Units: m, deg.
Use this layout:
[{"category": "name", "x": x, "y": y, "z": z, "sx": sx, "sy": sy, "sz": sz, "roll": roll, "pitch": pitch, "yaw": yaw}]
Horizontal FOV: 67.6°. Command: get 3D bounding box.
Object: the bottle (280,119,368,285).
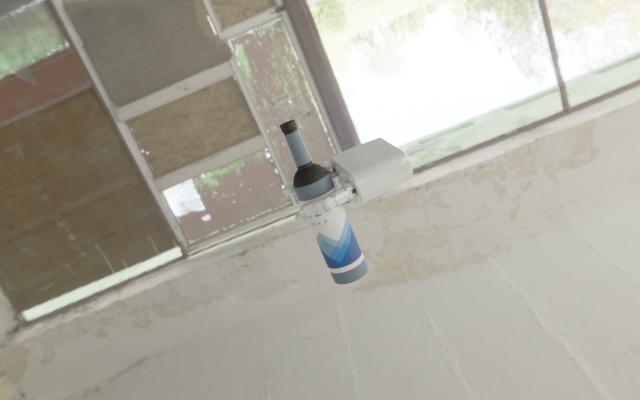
[{"category": "bottle", "x": 0.000, "y": 0.003, "z": 0.822, "sx": 0.069, "sy": 0.296, "sz": 0.069, "roll": -21, "pitch": 16, "yaw": 6}]
